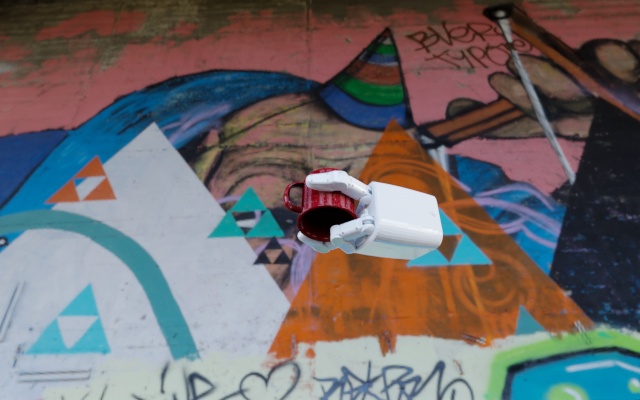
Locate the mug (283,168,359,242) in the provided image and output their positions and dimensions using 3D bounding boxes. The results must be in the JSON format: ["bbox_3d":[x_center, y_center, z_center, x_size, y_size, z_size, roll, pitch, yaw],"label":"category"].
[{"bbox_3d":[-0.001,0.002,0.730,0.117,0.081,0.093,11,-40,-13],"label":"mug"}]
